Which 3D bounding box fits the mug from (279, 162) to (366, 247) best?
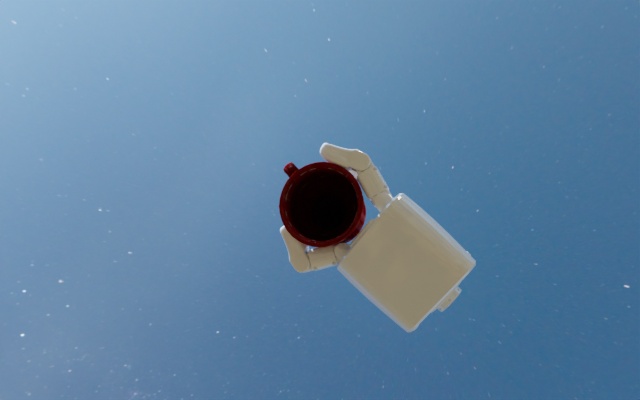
[{"bbox_3d":[-0.001,0.001,0.554,0.117,0.093,0.081,45,2,15],"label":"mug"}]
